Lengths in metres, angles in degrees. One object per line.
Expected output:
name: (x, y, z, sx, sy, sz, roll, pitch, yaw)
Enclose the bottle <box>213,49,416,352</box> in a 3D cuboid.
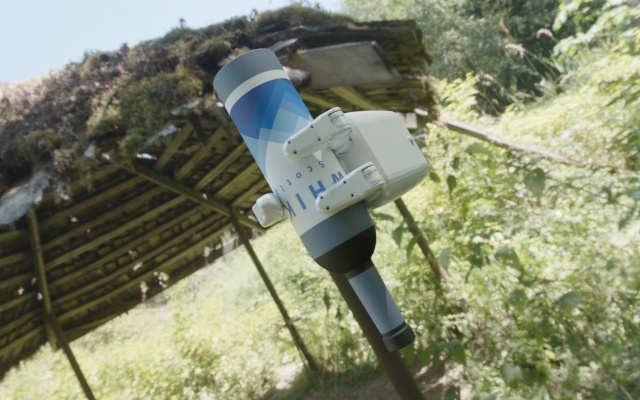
bottle: (0.000, 0.001, 0.442, 0.069, 0.295, 0.069, -30, -7, -4)
